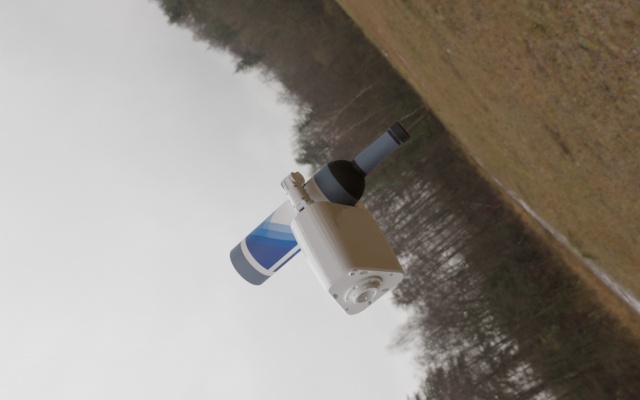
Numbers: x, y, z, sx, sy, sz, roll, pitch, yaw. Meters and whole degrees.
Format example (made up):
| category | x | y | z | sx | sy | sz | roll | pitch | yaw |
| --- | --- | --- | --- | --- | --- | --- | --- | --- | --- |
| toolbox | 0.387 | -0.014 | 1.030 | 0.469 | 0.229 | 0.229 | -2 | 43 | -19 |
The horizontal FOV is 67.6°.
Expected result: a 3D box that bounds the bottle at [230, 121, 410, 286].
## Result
| category | x | y | z | sx | sy | sz | roll | pitch | yaw |
| --- | --- | --- | --- | --- | --- | --- | --- | --- | --- |
| bottle | 0.000 | 0.002 | 0.651 | 0.296 | 0.069 | 0.069 | -41 | -13 | 15 |
